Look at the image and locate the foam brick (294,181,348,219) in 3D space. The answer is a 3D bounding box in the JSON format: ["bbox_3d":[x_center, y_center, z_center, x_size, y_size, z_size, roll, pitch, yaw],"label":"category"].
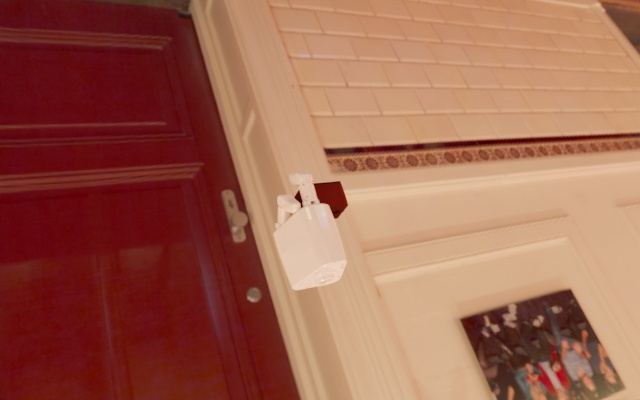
[{"bbox_3d":[0.000,0.003,0.844,0.078,0.051,0.053,-6,-28,-27],"label":"foam brick"}]
